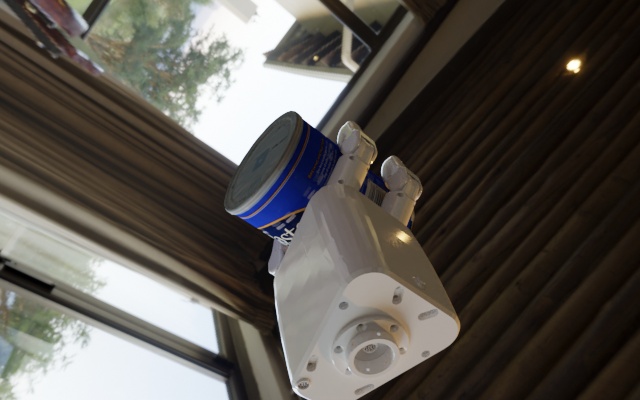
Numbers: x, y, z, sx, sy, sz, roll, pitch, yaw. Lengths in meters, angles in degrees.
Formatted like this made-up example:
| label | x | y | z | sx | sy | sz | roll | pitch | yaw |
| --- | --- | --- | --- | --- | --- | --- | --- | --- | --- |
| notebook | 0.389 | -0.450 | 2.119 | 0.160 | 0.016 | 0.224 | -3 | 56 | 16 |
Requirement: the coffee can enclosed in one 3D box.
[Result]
| label | x | y | z | sx | sy | sz | roll | pitch | yaw |
| --- | --- | --- | --- | --- | --- | --- | --- | --- | --- |
| coffee can | 0.000 | 0.001 | 0.433 | 0.140 | 0.102 | 0.103 | 35 | -16 | -24 |
